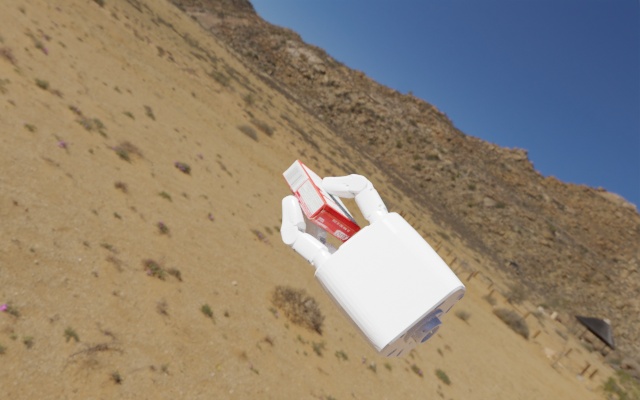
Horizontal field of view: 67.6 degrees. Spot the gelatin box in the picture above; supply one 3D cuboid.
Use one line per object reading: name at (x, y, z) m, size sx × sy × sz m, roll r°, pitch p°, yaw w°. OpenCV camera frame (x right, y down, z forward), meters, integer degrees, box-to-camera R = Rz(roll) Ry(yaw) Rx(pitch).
gelatin box at (0.000, 0.001, 0.567) m, size 0.073 × 0.030 × 0.089 m, roll 37°, pitch 15°, yaw -46°
